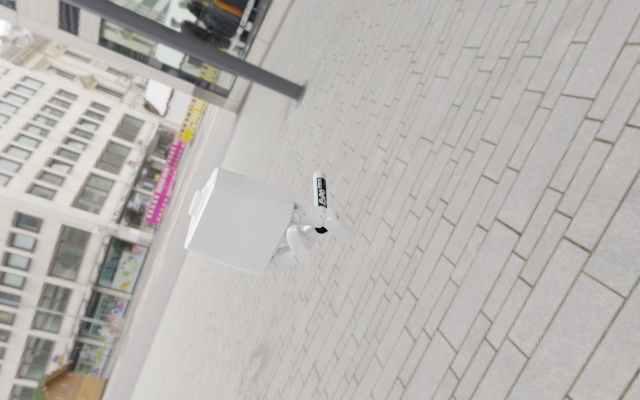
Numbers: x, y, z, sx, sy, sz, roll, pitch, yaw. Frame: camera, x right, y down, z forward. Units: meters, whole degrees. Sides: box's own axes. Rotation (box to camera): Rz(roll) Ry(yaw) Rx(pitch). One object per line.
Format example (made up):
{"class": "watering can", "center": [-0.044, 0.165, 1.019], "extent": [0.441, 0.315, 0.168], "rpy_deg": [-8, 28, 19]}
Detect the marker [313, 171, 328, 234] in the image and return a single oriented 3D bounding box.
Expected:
{"class": "marker", "center": [0.000, 0.002, 0.672], "extent": [0.020, 0.020, 0.121], "rpy_deg": [0, 40, -2]}
